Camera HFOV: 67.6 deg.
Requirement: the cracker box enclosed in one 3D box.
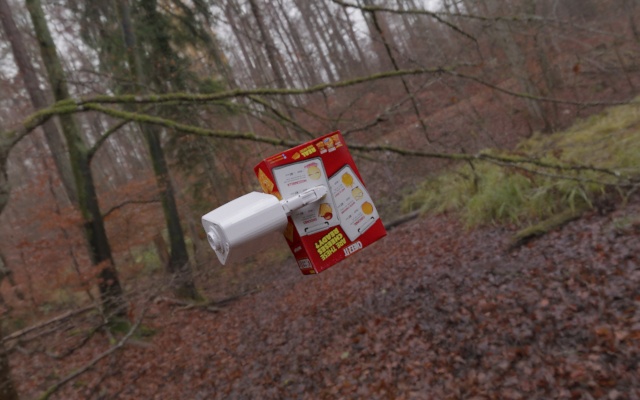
[{"bbox_3d":[0.000,0.003,0.861,0.164,0.213,0.072,-25,1,-27],"label":"cracker box"}]
